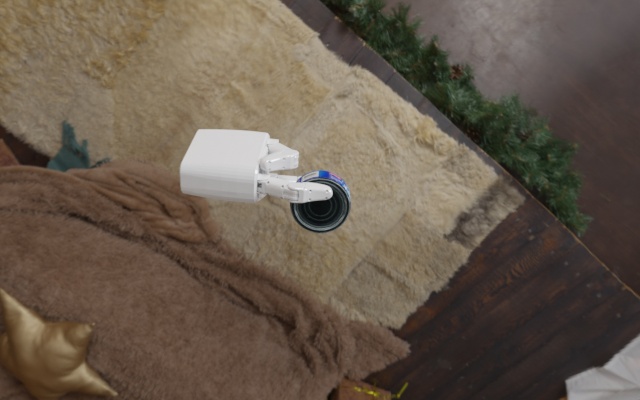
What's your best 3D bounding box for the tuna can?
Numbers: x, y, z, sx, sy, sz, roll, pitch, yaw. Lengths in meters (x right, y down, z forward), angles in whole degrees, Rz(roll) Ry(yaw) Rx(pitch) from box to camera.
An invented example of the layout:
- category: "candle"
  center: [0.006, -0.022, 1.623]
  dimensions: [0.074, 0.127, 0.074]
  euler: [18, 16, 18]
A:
- category: "tuna can"
  center: [0.000, 0.002, 0.672]
  dimensions: [0.086, 0.086, 0.033]
  euler: [0, 22, 1]
